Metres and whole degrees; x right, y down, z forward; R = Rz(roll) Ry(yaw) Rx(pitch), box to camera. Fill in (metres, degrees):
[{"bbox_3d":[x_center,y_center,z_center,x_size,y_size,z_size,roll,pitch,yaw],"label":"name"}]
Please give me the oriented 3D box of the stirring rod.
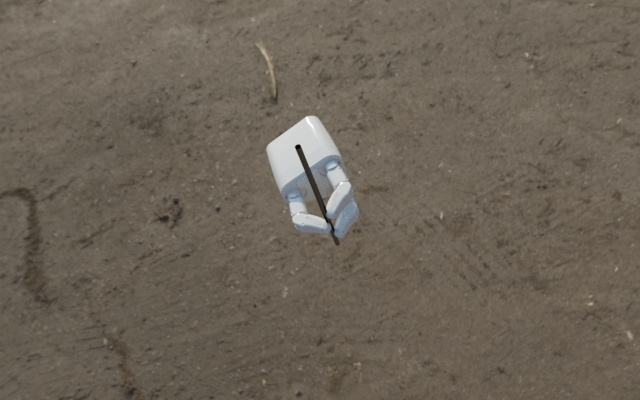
[{"bbox_3d":[0.000,0.002,0.668,0.011,0.011,0.240,0,-34,16],"label":"stirring rod"}]
